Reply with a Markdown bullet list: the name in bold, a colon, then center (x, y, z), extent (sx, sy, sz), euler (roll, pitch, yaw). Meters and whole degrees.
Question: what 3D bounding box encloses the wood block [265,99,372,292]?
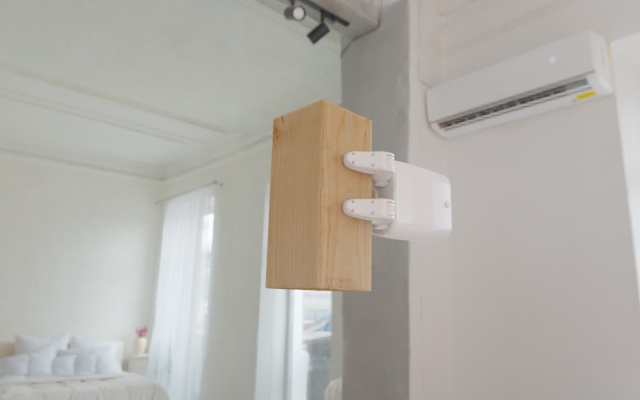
- **wood block**: center (0.000, 0.002, 0.565), extent (0.090, 0.206, 0.091), euler (13, -17, -43)
